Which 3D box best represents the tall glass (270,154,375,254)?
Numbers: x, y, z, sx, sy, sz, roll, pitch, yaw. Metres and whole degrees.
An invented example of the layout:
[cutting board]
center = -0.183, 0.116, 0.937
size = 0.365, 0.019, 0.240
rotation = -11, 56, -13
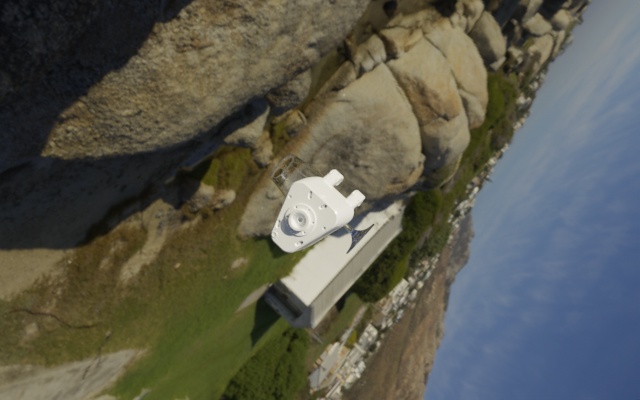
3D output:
[tall glass]
center = 0.001, 0.003, 0.874
size = 0.201, 0.079, 0.079
rotation = 43, 7, 8
